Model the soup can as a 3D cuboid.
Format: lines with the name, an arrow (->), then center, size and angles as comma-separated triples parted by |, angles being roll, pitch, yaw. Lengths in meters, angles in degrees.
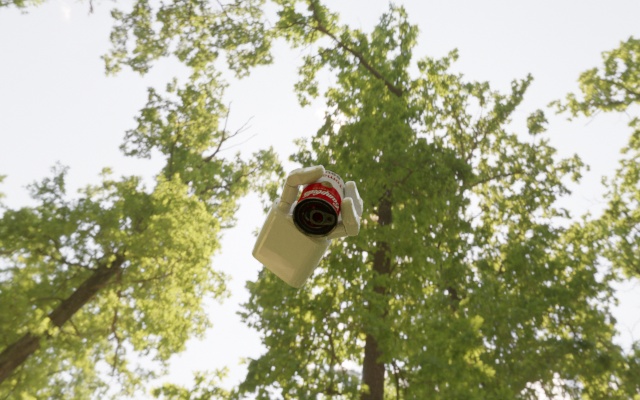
soup can -> 0.000, 0.002, 0.737 | 0.068, 0.068, 0.102 | 0, 28, 11
